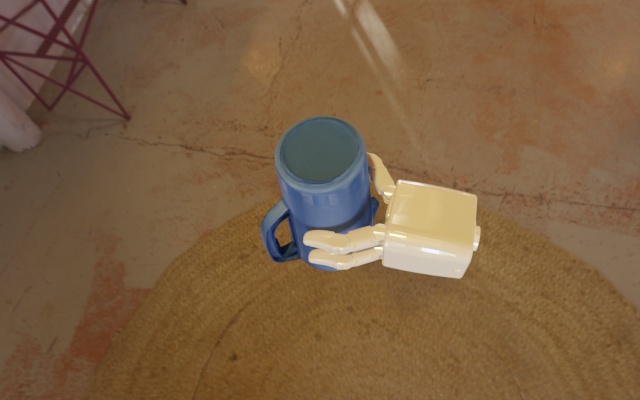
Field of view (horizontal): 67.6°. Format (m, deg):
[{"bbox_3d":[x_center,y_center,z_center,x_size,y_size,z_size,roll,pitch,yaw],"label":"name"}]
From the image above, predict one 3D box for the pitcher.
[{"bbox_3d":[0.000,0.002,0.652,0.145,0.149,0.243,13,-25,12],"label":"pitcher"}]
